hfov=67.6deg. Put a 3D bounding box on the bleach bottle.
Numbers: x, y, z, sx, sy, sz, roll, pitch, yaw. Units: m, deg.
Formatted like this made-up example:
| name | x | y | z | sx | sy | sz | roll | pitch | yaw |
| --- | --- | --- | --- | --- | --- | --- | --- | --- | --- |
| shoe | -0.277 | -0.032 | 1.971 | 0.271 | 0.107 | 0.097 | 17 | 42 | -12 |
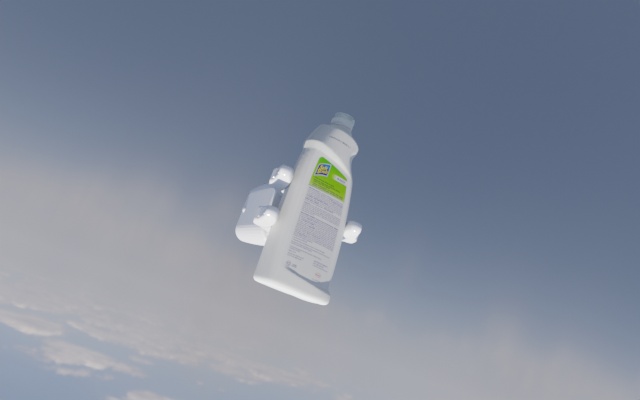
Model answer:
| name | x | y | z | sx | sy | sz | roll | pitch | yaw |
| --- | --- | --- | --- | --- | --- | --- | --- | --- | --- |
| bleach bottle | 0.000 | 0.002 | 0.635 | 0.102 | 0.250 | 0.068 | 28 | -18 | -29 |
